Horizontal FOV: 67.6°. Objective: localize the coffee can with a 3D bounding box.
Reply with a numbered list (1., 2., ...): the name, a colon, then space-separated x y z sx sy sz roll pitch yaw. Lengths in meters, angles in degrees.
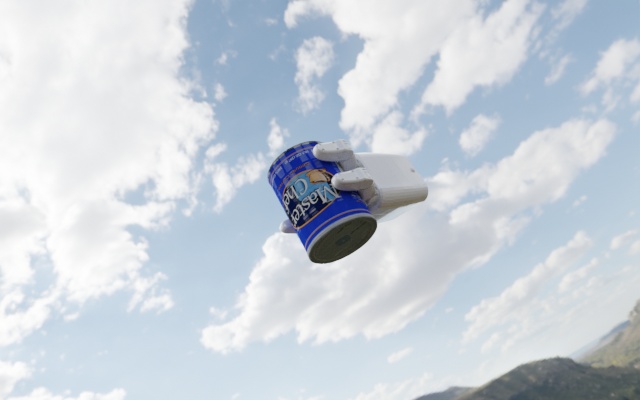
1. coffee can: 0.000 0.002 0.664 0.103 0.140 0.103 -23 -30 -14
